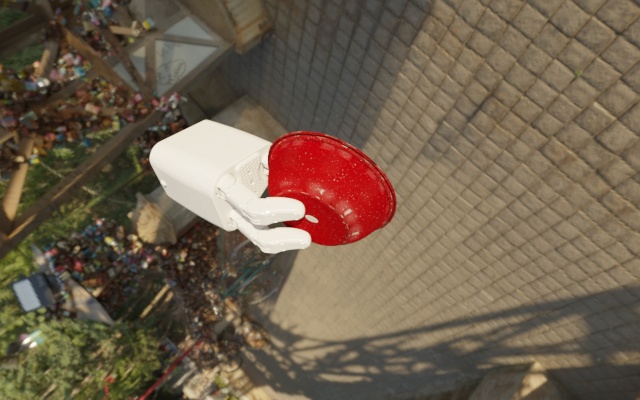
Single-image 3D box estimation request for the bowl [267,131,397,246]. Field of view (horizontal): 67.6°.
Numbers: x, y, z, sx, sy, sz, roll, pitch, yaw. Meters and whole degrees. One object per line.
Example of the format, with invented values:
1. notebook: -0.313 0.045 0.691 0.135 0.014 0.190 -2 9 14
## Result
1. bowl: 0.001 0.002 0.532 0.162 0.055 0.162 20 -34 14
